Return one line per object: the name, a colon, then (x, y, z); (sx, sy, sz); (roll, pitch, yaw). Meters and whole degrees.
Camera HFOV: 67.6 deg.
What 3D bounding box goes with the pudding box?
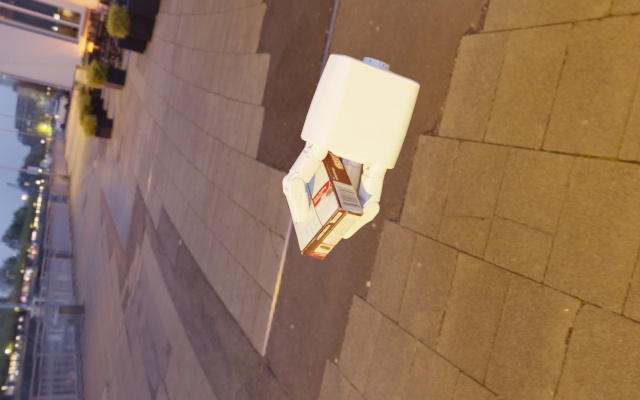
pudding box: (0.000, 0.002, 0.604); (0.039, 0.113, 0.090); (16, -52, -31)
